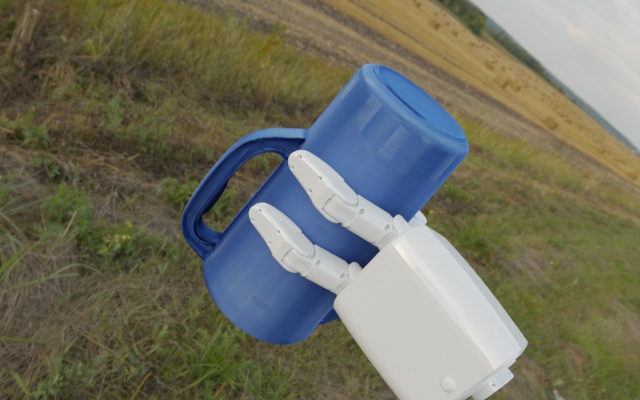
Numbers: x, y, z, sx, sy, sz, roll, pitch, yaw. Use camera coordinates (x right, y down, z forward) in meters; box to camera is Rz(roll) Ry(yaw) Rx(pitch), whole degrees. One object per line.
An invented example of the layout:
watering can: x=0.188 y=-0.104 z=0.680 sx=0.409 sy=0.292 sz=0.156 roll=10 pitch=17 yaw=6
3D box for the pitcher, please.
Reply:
pitcher: x=0.000 y=0.002 z=0.419 sx=0.149 sy=0.145 sz=0.243 roll=1 pitch=-44 yaw=-52
